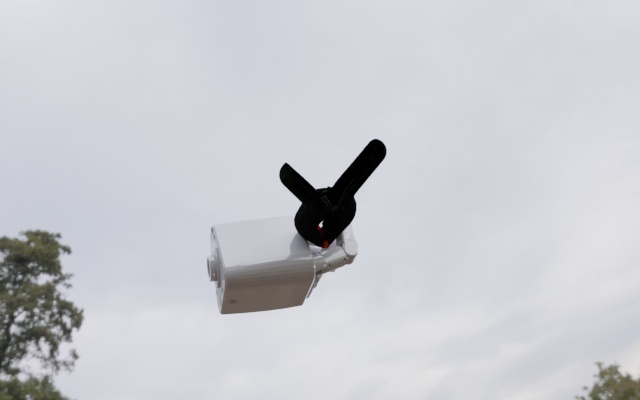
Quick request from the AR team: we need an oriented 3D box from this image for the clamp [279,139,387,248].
[{"bbox_3d":[0.000,0.001,0.547,0.120,0.039,0.172,-6,-40,-22],"label":"clamp"}]
